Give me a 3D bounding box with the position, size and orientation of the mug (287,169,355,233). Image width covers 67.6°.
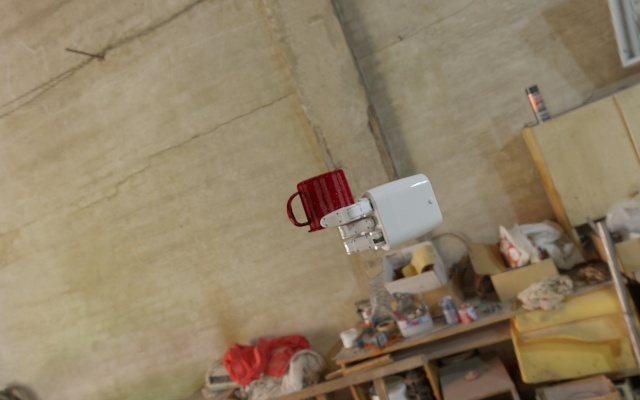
[{"bbox_3d":[-0.001,0.003,0.768,0.117,0.081,0.093,-19,0,-18],"label":"mug"}]
